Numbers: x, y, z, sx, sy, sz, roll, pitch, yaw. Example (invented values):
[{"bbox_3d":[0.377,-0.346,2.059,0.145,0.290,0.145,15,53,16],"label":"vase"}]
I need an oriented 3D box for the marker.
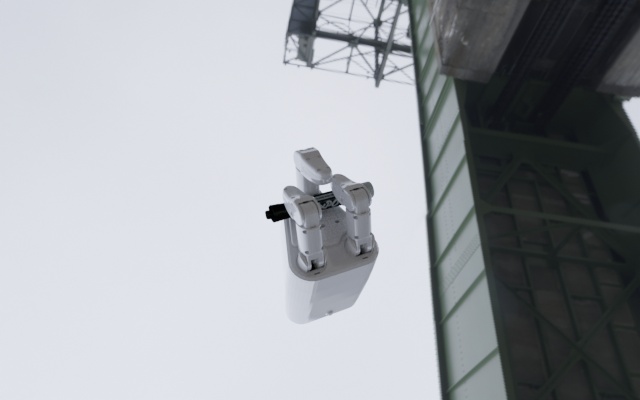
[{"bbox_3d":[0.000,0.002,0.504,0.121,0.020,0.020,-14,5,-20],"label":"marker"}]
